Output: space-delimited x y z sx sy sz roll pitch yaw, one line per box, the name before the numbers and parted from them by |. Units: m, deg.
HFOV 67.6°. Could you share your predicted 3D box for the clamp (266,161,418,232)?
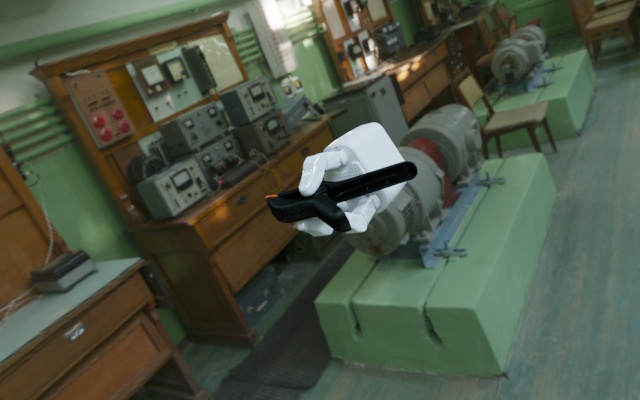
clamp | 0.000 0.001 0.607 0.210 0.036 0.164 -9 18 37
